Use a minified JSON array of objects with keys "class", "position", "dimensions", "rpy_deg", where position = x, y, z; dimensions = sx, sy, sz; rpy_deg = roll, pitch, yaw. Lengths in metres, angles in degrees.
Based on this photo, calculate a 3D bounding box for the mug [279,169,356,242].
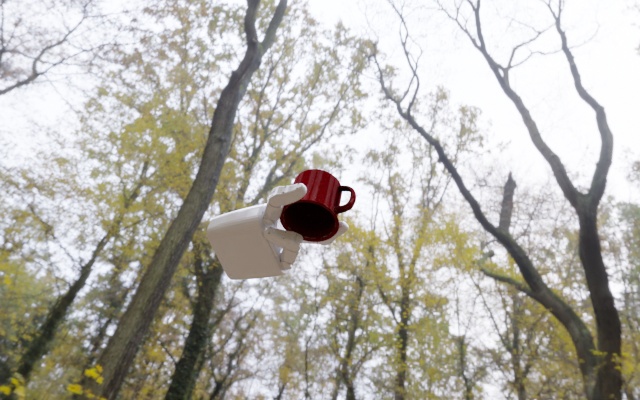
[{"class":"mug","position":[0.001,0.002,0.746],"dimensions":[0.117,0.093,0.081],"rpy_deg":[-12,40,24]}]
